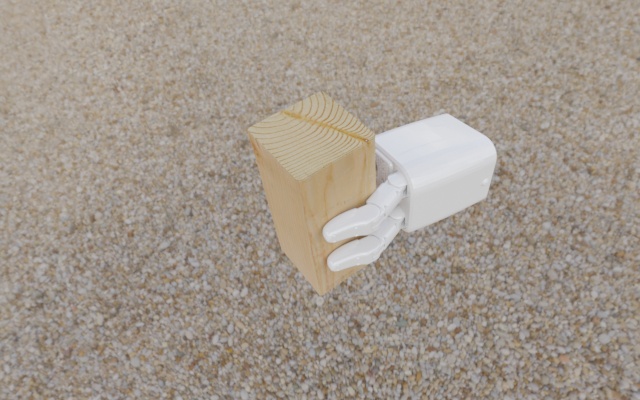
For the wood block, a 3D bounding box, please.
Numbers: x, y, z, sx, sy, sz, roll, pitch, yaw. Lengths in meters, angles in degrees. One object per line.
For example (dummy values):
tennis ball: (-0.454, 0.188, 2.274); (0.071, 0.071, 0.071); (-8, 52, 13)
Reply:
wood block: (0.000, 0.001, 0.520); (0.090, 0.206, 0.090); (-31, 54, -18)
